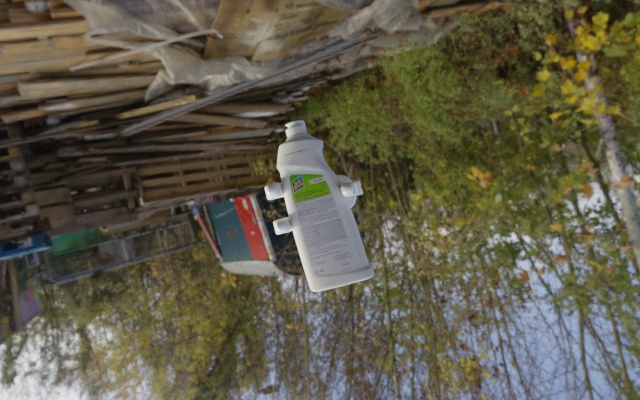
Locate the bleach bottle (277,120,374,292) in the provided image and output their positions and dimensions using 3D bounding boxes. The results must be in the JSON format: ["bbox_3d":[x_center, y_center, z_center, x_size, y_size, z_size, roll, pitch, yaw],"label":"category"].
[{"bbox_3d":[0.000,0.002,0.717,0.102,0.251,0.068,-14,-1,1],"label":"bleach bottle"}]
